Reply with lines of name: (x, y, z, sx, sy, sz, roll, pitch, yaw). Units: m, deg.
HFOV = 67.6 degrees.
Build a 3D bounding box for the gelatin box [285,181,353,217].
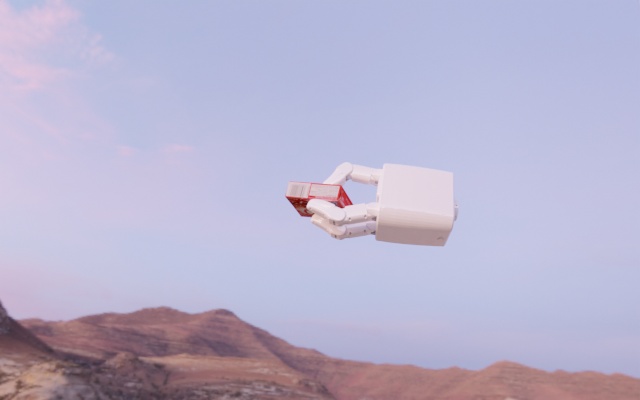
gelatin box: (0.000, 0.002, 0.733, 0.089, 0.030, 0.073, 5, -24, 22)
